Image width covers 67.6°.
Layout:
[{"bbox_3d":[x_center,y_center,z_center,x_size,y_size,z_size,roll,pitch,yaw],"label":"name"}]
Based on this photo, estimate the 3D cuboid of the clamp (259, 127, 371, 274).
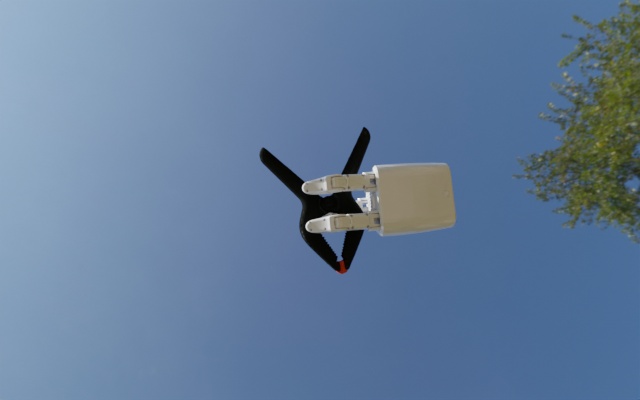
[{"bbox_3d":[0.000,0.003,0.690,0.164,0.210,0.036,-5,-7,-1],"label":"clamp"}]
